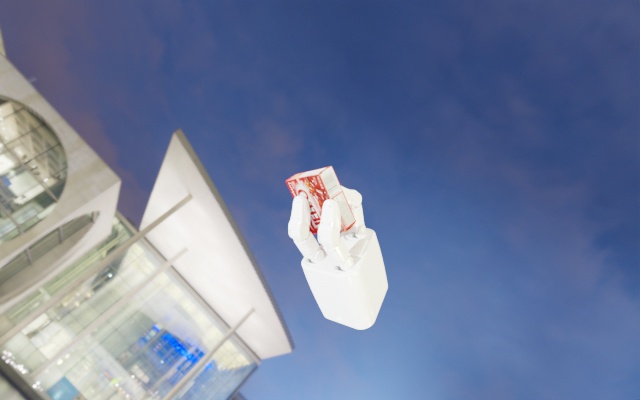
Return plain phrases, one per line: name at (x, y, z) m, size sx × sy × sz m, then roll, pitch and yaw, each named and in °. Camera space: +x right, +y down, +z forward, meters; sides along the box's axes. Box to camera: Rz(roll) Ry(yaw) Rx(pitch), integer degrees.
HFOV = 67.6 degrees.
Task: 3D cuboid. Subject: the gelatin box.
gelatin box at (0.000, 0.002, 0.659) m, size 0.073 × 0.089 × 0.030 m, roll -8°, pitch 22°, yaw 49°
